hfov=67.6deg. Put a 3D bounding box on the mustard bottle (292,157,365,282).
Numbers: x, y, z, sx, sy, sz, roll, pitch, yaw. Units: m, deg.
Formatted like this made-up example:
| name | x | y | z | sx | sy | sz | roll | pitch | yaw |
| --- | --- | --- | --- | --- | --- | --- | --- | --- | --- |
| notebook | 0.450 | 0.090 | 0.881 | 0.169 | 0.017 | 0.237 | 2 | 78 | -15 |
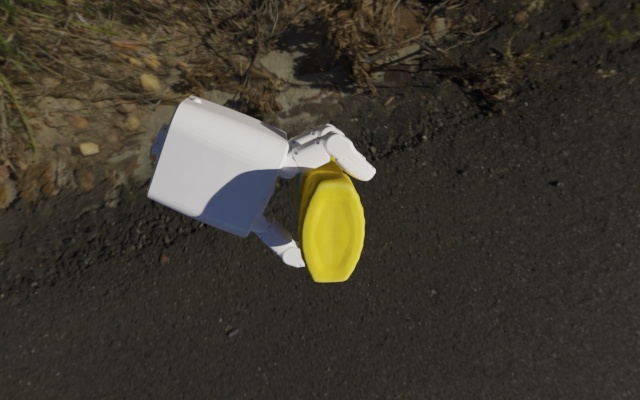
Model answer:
| name | x | y | z | sx | sy | sz | roll | pitch | yaw |
| --- | --- | --- | --- | --- | --- | --- | --- | --- | --- |
| mustard bottle | 0.000 | 0.002 | 0.498 | 0.058 | 0.096 | 0.191 | -2 | 18 | -6 |
